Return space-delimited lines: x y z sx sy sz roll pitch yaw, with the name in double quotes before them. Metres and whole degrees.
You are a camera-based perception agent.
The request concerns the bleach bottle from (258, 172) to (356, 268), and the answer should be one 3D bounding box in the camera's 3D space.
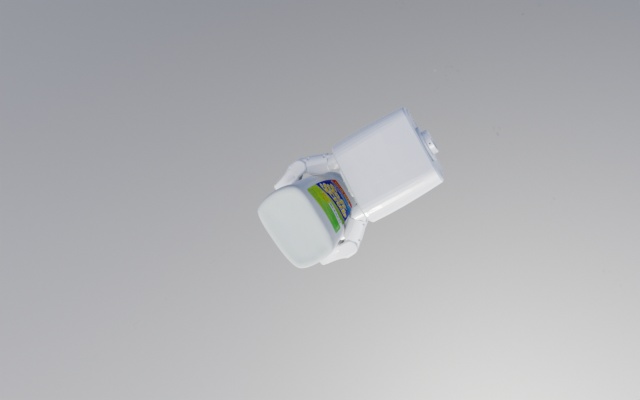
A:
"bleach bottle" 0.000 0.002 0.668 0.068 0.102 0.250 -31 6 19
